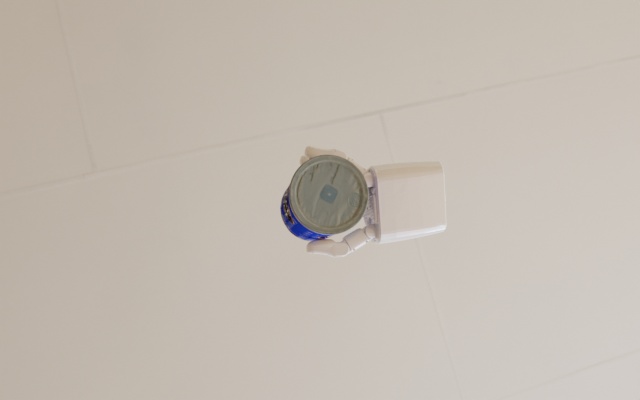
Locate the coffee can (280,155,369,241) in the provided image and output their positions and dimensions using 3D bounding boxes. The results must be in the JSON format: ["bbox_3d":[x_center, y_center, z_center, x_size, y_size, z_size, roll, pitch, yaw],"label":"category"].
[{"bbox_3d":[0.000,0.002,0.668,0.103,0.103,0.140,0,-8,-10],"label":"coffee can"}]
